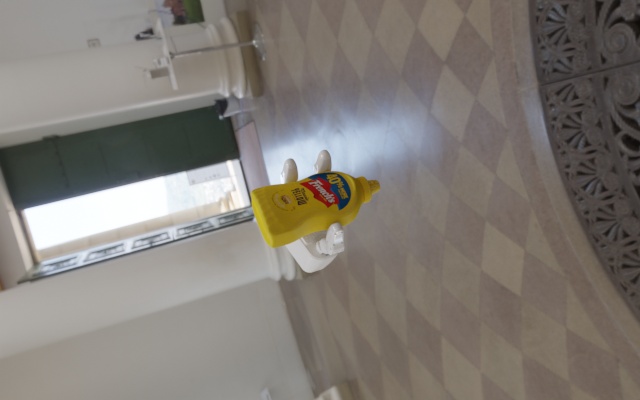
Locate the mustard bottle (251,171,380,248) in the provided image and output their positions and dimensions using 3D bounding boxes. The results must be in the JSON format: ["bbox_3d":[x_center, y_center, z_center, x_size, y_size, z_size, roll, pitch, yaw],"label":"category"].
[{"bbox_3d":[0.000,0.002,0.710,0.191,0.058,0.096,-16,48,-16],"label":"mustard bottle"}]
